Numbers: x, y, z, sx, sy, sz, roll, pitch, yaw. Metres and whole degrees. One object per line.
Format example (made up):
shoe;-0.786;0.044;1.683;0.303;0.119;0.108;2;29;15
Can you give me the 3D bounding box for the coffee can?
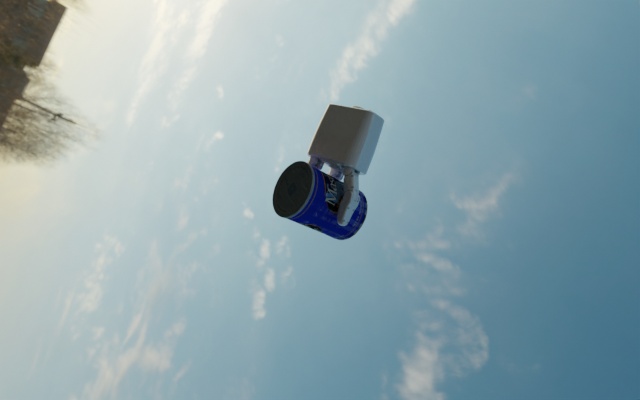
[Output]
coffee can;0.000;0.003;0.854;0.140;0.102;0.103;25;-16;-38
